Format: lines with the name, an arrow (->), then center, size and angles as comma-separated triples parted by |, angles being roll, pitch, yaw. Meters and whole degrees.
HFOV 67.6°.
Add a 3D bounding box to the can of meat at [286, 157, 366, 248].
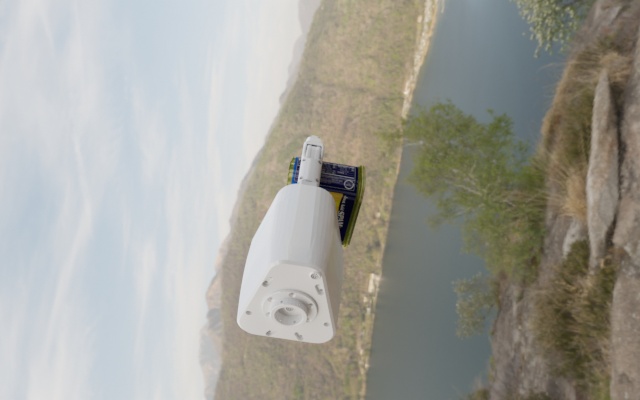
can of meat -> 0.000, 0.002, 0.550 | 0.084, 0.102, 0.057 | 9, 42, -3
